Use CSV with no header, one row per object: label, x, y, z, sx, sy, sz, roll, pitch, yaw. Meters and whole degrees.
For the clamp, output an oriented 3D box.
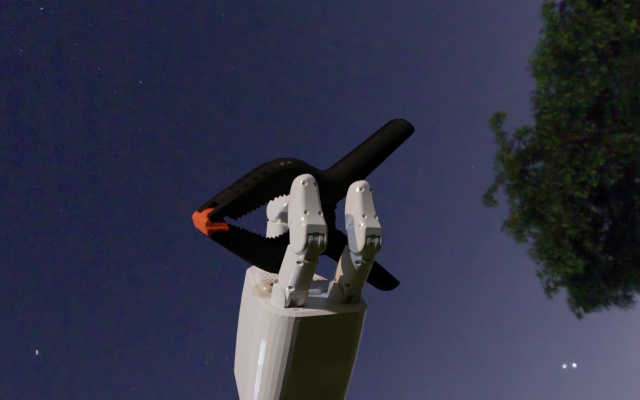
clamp,-0.001,0.001,0.404,0.210,0.164,0.036,4,7,-35
